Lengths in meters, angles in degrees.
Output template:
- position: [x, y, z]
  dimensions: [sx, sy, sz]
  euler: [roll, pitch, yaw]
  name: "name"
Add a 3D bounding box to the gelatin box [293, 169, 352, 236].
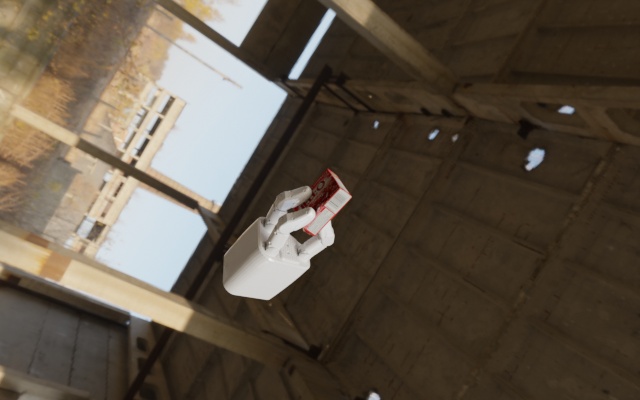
- position: [0.001, 0.002, 0.753]
  dimensions: [0.030, 0.089, 0.073]
  euler: [37, 12, -29]
  name: "gelatin box"
